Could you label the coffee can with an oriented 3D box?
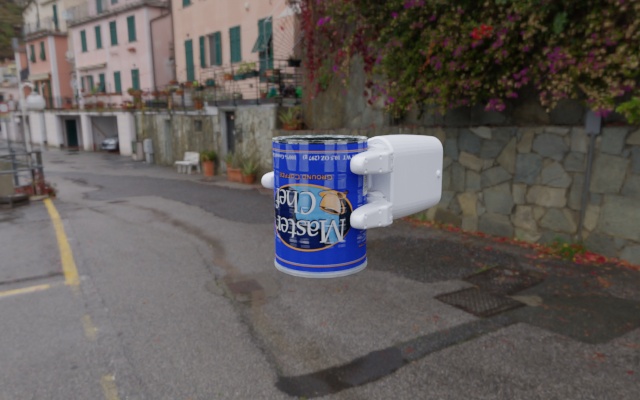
[{"bbox_3d":[0.000,0.002,0.519,0.103,0.140,0.103,0,11,0],"label":"coffee can"}]
